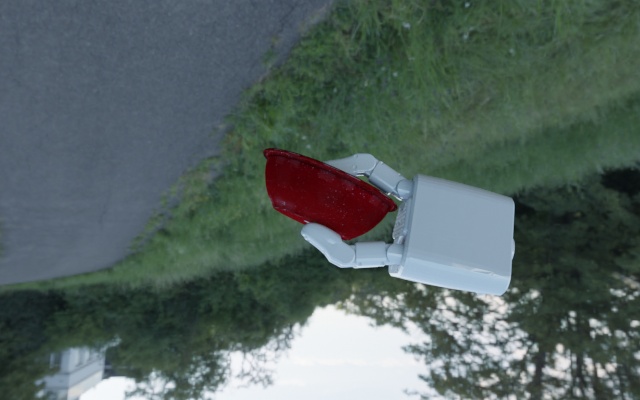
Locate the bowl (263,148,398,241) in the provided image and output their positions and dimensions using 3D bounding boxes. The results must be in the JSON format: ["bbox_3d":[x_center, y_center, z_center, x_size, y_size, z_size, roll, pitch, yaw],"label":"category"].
[{"bbox_3d":[-0.001,0.002,0.529,0.162,0.055,0.162,23,-7,3],"label":"bowl"}]
